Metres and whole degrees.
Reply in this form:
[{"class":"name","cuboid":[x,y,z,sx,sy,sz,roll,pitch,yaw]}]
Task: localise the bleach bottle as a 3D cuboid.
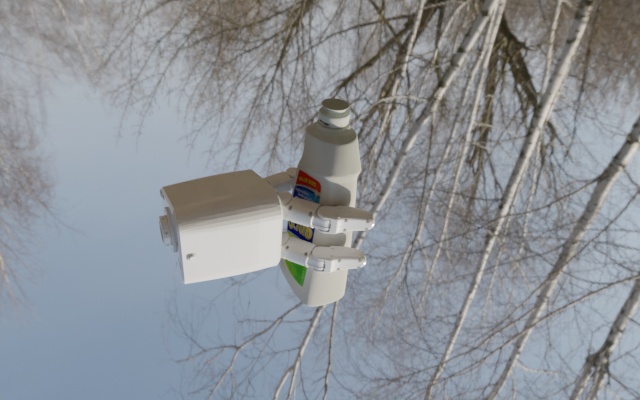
[{"class":"bleach bottle","cuboid":[0.000,0.002,0.549,0.068,0.251,0.102,-11,39,-23]}]
